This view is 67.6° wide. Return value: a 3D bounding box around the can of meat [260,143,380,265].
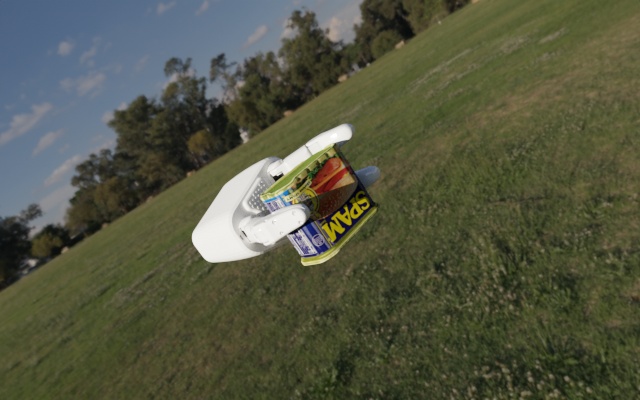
[{"bbox_3d":[0.000,0.001,0.490,0.102,0.084,0.057,-42,14,-34],"label":"can of meat"}]
